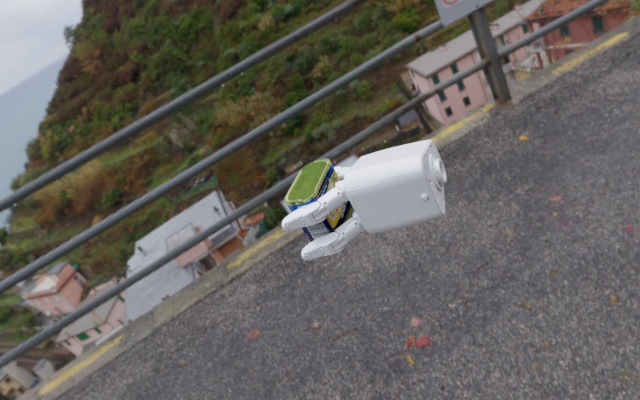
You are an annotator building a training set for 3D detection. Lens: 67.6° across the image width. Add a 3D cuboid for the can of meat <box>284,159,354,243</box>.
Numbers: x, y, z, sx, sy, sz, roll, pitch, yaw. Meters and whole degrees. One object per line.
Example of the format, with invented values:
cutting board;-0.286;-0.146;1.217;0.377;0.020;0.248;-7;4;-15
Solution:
can of meat;0.000;0.002;0.683;0.057;0.084;0.102;-11;34;30
